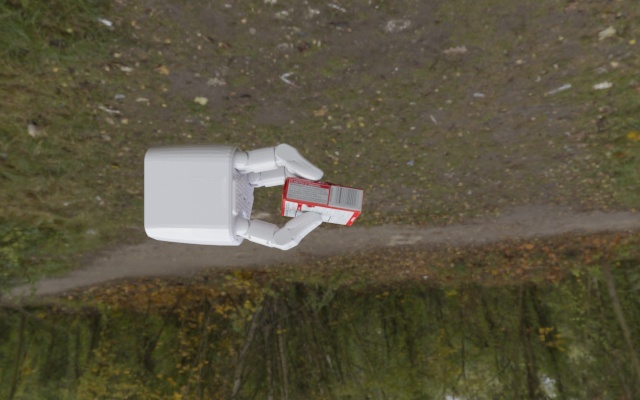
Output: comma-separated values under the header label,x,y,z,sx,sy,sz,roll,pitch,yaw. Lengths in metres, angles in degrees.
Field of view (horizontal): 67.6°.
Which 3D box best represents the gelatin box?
label,x,y,z,sx,sy,sz,roll,pitch,yaw
gelatin box,0.000,0.002,0.550,0.089,0.030,0.073,9,-15,-3
